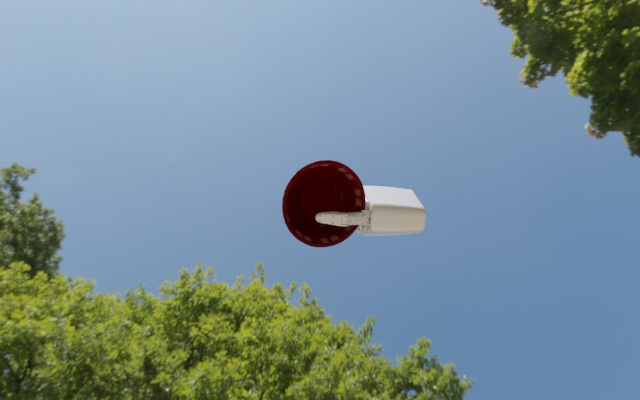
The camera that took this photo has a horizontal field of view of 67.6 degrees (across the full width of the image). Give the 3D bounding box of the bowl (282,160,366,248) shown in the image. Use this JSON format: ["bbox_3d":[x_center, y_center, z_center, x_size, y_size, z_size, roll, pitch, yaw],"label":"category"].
[{"bbox_3d":[-0.001,0.002,0.888,0.162,0.162,0.055,0,10,-20],"label":"bowl"}]
